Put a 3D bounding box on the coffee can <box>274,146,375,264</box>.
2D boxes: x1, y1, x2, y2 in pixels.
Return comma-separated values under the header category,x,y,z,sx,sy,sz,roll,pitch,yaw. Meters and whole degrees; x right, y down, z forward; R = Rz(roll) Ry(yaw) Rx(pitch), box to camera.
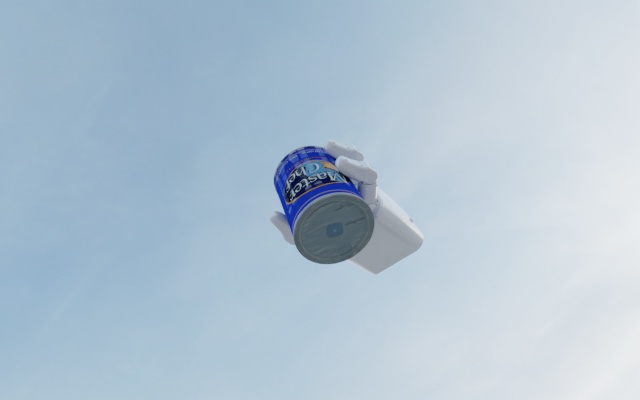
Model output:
category,x,y,z,sx,sy,sz,roll,pitch,yaw
coffee can,0.000,0.002,0.636,0.103,0.103,0.140,0,31,-17
